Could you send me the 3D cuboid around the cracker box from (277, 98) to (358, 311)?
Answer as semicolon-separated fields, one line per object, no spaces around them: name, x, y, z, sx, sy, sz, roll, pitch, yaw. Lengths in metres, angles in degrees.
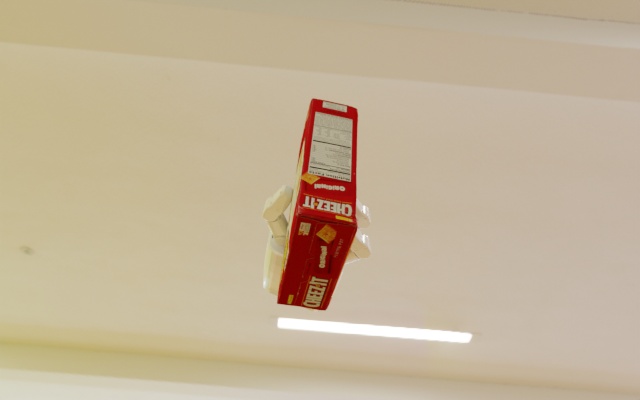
cracker box;0.000;0.002;0.600;0.072;0.213;0.164;10;-46;-5
